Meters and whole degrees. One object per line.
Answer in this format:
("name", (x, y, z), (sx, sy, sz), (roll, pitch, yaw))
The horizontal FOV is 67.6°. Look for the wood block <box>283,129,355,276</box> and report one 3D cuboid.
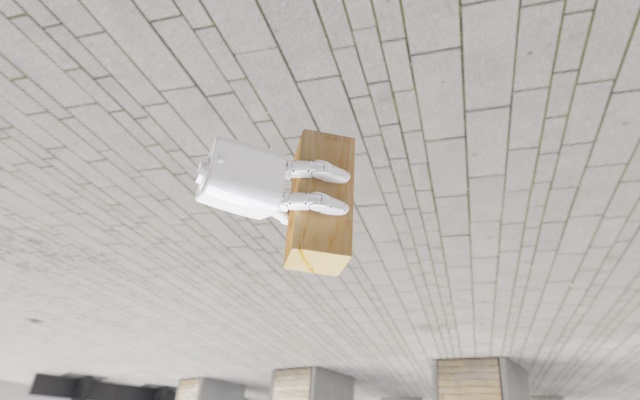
("wood block", (0.000, 0.003, 0.754), (0.090, 0.206, 0.091), (9, -29, -9))
